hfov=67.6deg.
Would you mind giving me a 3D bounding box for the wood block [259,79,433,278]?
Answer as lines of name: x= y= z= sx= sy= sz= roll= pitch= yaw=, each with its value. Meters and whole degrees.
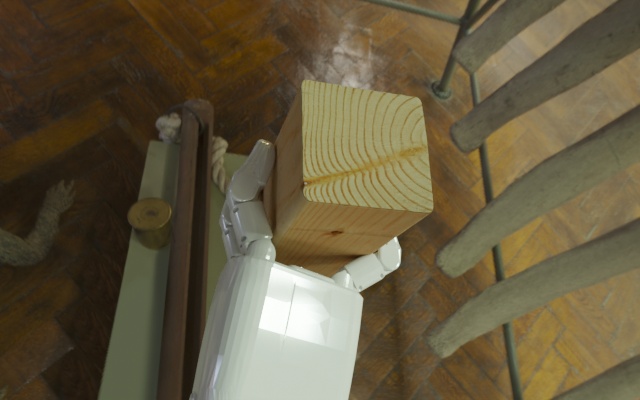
wood block: x=0.000 y=0.002 z=0.401 sx=0.091 sy=0.090 sz=0.206 roll=6 pitch=-23 yaw=-17
